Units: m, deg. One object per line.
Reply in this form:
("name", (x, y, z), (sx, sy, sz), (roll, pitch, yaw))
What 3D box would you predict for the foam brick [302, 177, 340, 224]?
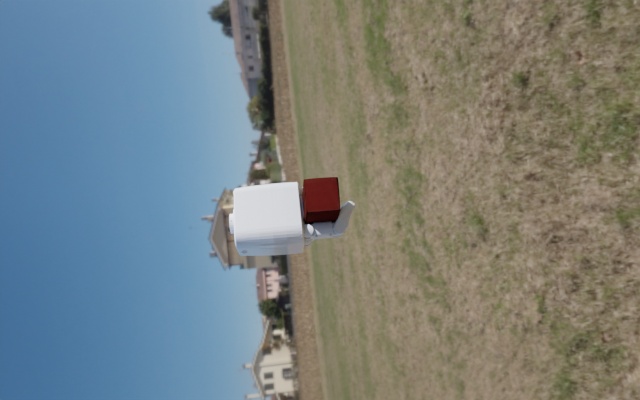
("foam brick", (0.000, 0.002, 0.726), (0.051, 0.053, 0.078), (-3, -17, -4))
